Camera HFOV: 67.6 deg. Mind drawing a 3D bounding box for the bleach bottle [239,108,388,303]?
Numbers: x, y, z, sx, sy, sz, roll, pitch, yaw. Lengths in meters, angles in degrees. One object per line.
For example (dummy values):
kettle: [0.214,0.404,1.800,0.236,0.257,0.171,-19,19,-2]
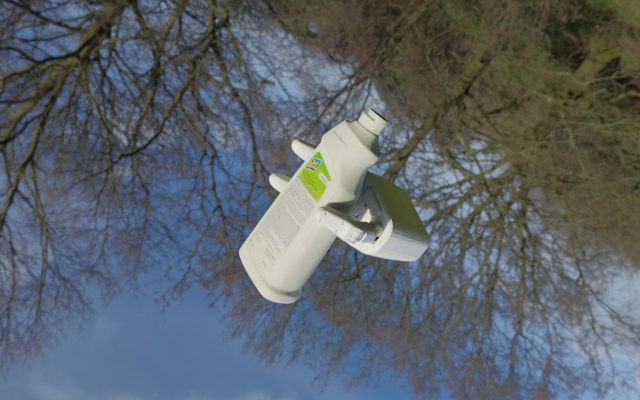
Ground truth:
bleach bottle: [0.000,0.002,0.584,0.068,0.251,0.102,17,25,-47]
